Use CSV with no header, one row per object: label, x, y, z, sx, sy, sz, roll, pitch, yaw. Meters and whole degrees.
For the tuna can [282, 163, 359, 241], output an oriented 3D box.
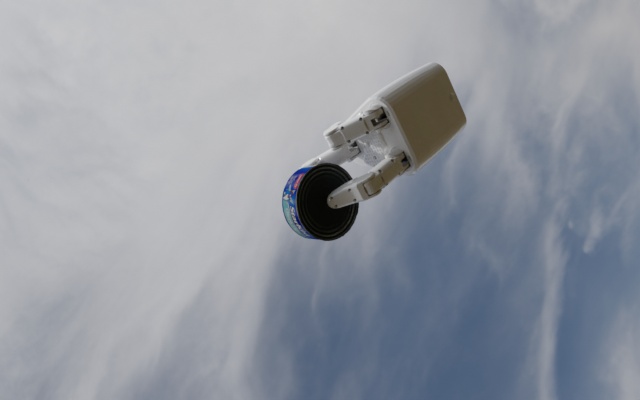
tuna can,0.000,0.002,0.535,0.086,0.086,0.034,0,-1,-36
